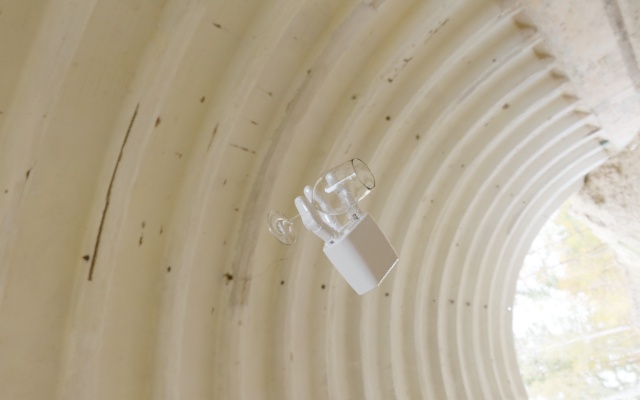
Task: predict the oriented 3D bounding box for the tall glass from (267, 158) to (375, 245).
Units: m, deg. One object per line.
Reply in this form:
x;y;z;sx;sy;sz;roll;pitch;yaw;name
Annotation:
0.000;0.003;0.846;0.201;0.079;0.079;-34;-18;29;tall glass
